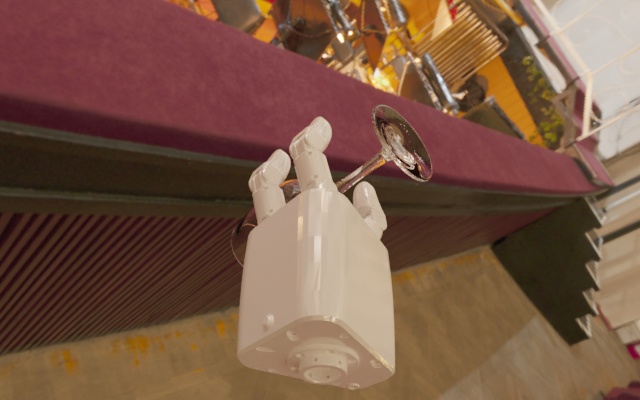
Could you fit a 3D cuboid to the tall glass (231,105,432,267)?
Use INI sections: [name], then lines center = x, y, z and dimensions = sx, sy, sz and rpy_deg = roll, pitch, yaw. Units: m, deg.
[tall glass]
center = 0.001, 0.001, 0.442
dimensions = 0.201, 0.079, 0.079
rpy_deg = -36, -21, 33
